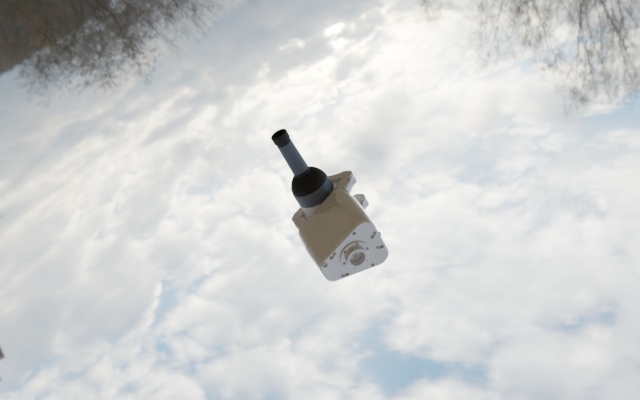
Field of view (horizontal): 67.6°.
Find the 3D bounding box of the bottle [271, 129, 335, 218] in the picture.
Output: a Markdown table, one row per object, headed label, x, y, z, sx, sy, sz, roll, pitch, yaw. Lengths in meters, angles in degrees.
| label | x | y | z | sx | sy | sz | roll | pitch | yaw |
| --- | --- | --- | --- | --- | --- | --- | --- | --- | --- |
| bottle | 0.000 | 0.003 | 0.816 | 0.069 | 0.296 | 0.069 | -22 | 34 | 15 |
